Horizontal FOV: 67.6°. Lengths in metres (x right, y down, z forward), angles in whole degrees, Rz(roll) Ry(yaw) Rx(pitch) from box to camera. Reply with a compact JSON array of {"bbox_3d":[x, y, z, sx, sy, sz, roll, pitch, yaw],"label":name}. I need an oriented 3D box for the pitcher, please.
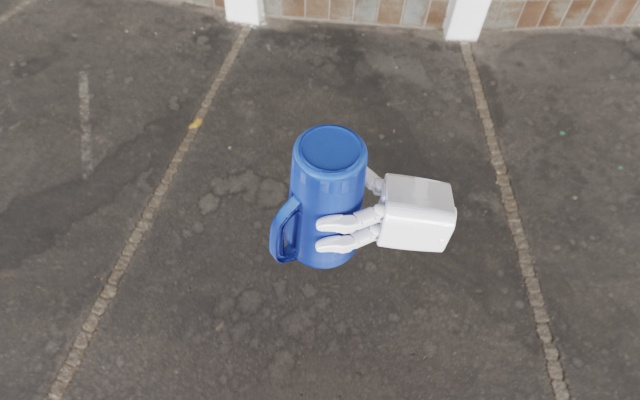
[{"bbox_3d":[0.000,0.002,0.764,0.145,0.149,0.243,9,-36,3],"label":"pitcher"}]
